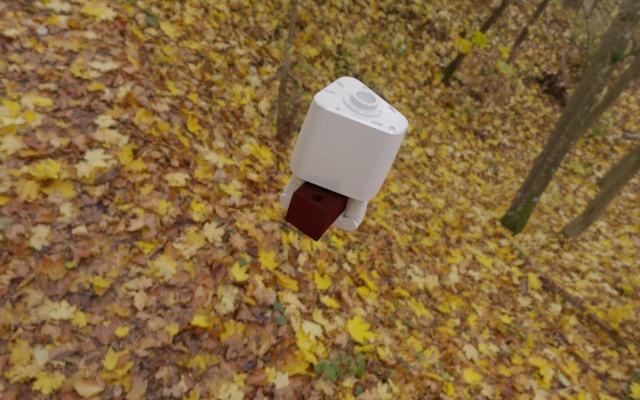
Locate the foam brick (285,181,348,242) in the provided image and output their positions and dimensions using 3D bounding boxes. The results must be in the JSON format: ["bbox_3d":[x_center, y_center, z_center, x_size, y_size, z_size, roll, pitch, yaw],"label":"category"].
[{"bbox_3d":[0.000,0.002,0.606,0.053,0.051,0.078,32,43,11],"label":"foam brick"}]
